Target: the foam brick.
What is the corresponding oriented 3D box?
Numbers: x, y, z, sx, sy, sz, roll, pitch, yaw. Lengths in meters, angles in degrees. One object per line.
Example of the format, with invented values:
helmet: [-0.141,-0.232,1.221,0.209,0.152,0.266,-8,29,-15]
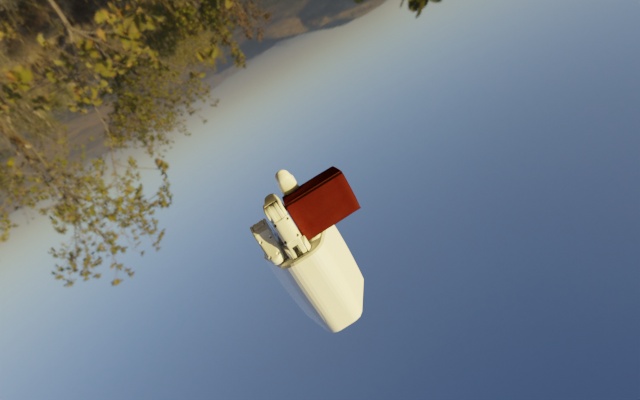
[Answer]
foam brick: [0.000,0.002,0.574,0.078,0.051,0.053,-32,14,0]
